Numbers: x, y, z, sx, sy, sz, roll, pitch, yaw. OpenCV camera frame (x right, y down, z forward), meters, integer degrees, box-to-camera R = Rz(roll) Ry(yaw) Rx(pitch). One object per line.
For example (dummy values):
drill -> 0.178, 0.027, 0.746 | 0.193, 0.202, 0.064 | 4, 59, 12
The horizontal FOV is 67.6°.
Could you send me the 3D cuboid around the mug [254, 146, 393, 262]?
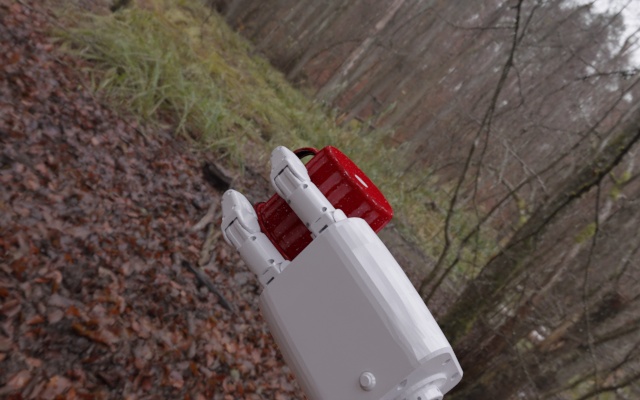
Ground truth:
mug -> 0.000, 0.000, 0.405 | 0.081, 0.117, 0.093 | -43, -36, 13
